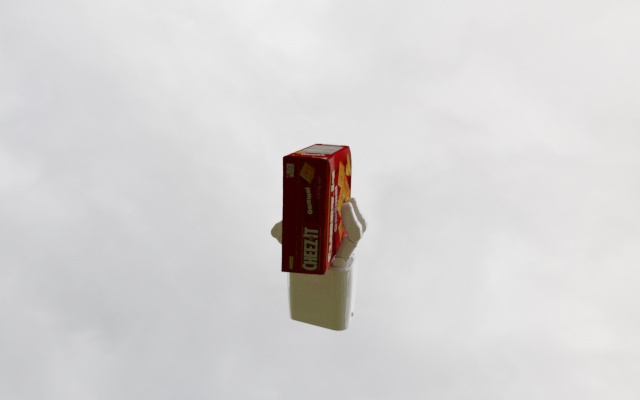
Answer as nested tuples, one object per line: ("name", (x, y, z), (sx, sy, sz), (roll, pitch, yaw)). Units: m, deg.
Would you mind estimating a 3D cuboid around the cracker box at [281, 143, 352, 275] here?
("cracker box", (0.000, 0.002, 0.739), (0.072, 0.164, 0.213), (4, 12, 11))
